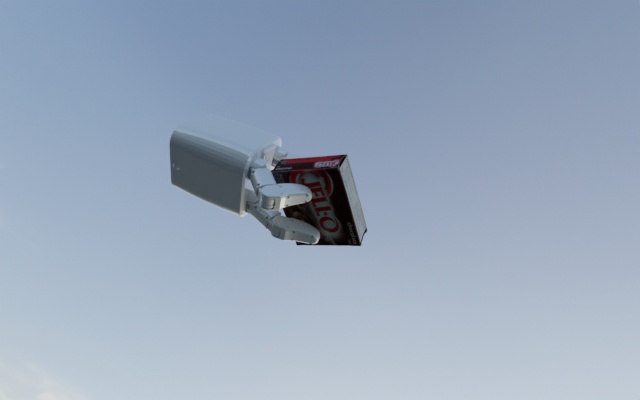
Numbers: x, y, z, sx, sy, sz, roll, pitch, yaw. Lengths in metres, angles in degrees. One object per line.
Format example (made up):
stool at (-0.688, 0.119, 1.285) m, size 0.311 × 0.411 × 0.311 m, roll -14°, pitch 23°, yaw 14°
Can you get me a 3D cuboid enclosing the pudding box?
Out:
pudding box at (0.000, 0.002, 0.578) m, size 0.090 × 0.114 × 0.039 m, roll -2°, pitch 35°, yaw 27°
